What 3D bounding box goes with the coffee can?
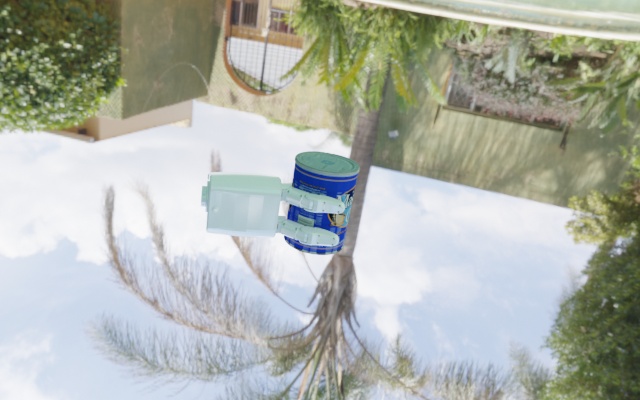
[{"bbox_3d":[0.000,0.002,0.773,0.103,0.140,0.102,8,22,-3],"label":"coffee can"}]
